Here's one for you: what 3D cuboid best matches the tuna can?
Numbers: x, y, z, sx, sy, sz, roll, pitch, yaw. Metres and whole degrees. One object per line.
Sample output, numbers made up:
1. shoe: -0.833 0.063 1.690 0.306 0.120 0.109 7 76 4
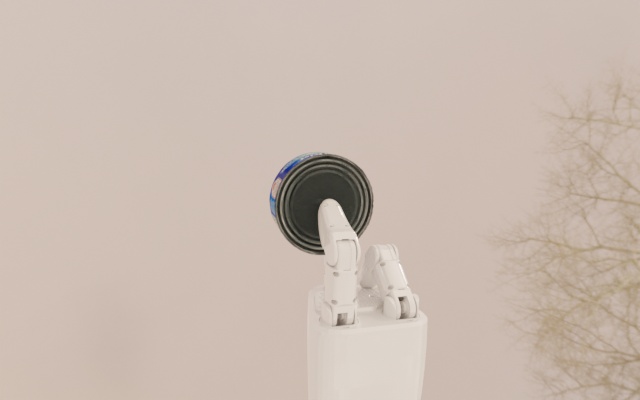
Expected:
1. tuna can: 0.000 0.001 0.411 0.086 0.086 0.033 0 11 -16
